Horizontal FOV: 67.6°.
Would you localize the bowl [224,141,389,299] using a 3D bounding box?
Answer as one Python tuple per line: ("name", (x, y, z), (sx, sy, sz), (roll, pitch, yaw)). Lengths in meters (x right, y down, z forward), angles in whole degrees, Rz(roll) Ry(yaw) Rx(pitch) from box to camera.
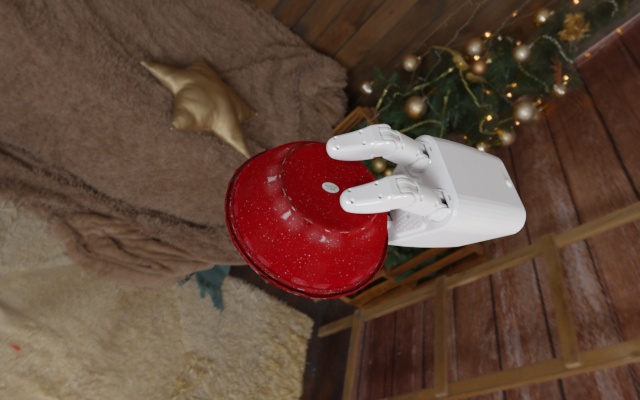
("bowl", (-0.001, 0.001, 0.422), (0.162, 0.162, 0.055), (0, -32, -25))
